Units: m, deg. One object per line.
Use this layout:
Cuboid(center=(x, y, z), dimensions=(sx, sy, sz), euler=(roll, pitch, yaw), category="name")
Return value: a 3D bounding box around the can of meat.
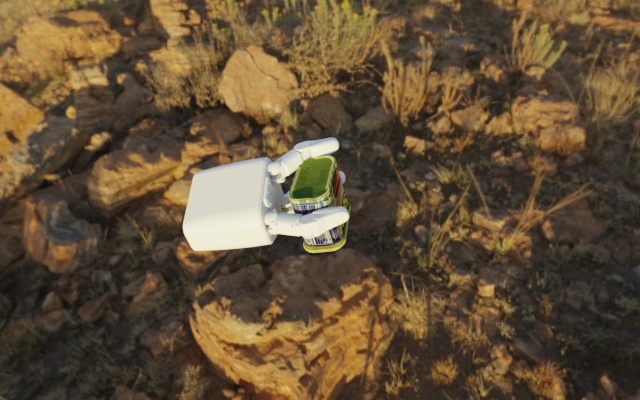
Cuboid(center=(0.000, 0.002, 0.621), dimensions=(0.057, 0.084, 0.102), euler=(-6, 36, 16), category="can of meat")
